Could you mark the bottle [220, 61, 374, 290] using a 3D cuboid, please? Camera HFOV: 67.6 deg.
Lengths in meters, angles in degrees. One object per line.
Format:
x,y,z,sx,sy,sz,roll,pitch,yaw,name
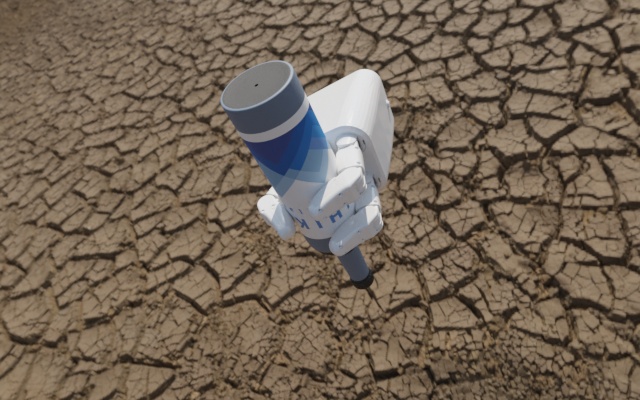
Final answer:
0.000,0.001,0.488,0.069,0.069,0.296,0,-41,28,bottle
